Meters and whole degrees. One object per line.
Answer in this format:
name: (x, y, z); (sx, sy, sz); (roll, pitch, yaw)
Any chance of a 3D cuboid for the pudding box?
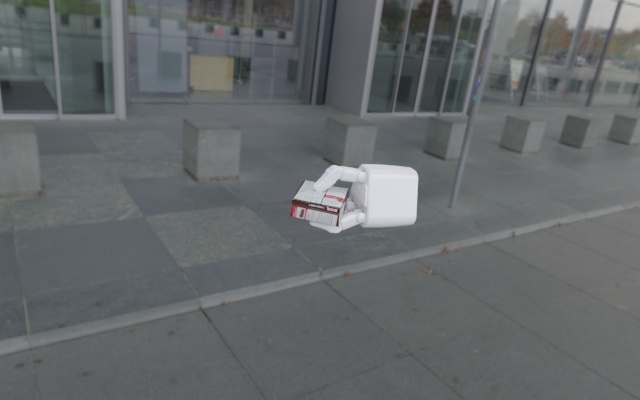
pudding box: (0.000, 0.003, 0.870); (0.090, 0.039, 0.113); (11, 20, 6)
